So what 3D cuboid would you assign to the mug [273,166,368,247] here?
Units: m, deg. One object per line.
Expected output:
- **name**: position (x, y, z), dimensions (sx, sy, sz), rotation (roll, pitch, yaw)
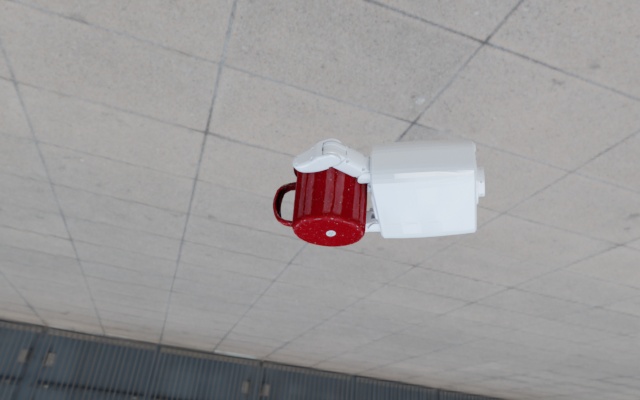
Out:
- **mug**: position (-0.001, 0.002, 0.543), dimensions (0.117, 0.081, 0.093), rotation (-4, -29, 16)
